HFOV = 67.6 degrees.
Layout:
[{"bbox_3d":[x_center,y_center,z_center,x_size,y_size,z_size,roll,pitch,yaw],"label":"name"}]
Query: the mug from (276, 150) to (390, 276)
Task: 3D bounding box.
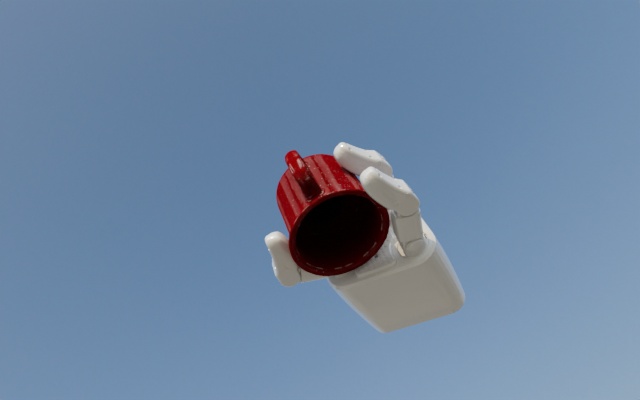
[{"bbox_3d":[-0.001,0.000,0.438,0.093,0.117,0.081,-34,37,4],"label":"mug"}]
